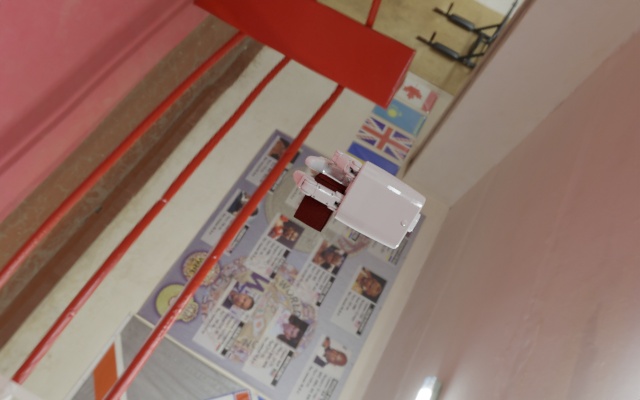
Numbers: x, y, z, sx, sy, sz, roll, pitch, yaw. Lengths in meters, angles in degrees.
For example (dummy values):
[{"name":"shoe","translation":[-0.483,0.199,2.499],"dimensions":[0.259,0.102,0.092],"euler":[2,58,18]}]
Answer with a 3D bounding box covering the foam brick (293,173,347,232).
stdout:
[{"name":"foam brick","translation":[0.000,0.003,0.762],"dimensions":[0.051,0.078,0.053],"euler":[30,13,3]}]
